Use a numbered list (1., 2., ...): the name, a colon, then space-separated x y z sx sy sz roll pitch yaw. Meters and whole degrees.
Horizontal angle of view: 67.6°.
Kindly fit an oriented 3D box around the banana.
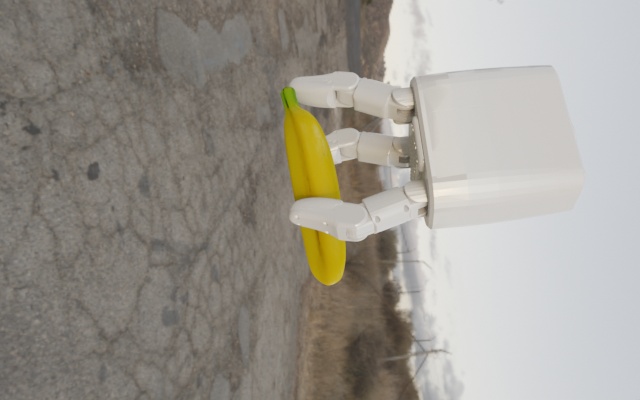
1. banana: 0.000 0.007 0.405 0.037 0.198 0.069 -8 28 3
